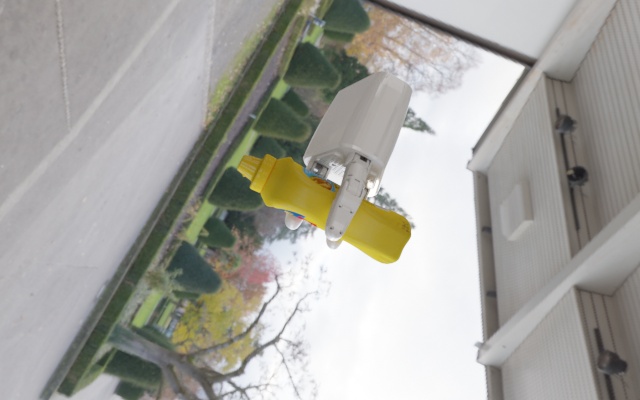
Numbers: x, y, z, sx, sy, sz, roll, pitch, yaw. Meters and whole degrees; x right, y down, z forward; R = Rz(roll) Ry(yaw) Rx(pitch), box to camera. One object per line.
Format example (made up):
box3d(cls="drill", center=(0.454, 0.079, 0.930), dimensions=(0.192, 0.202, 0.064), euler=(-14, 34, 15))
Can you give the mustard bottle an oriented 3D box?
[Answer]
box3d(cls="mustard bottle", center=(0.000, 0.002, 0.518), dimensions=(0.191, 0.058, 0.096), euler=(28, 5, -9))
